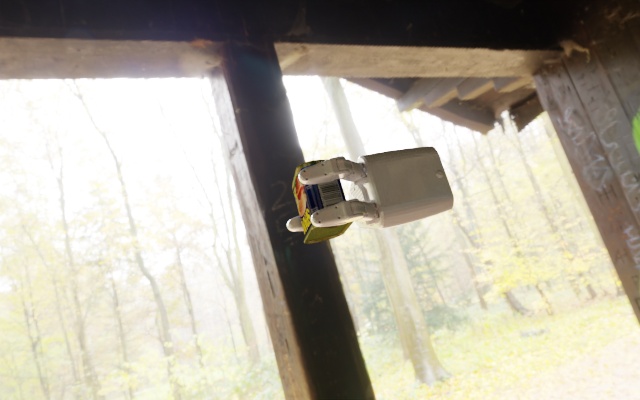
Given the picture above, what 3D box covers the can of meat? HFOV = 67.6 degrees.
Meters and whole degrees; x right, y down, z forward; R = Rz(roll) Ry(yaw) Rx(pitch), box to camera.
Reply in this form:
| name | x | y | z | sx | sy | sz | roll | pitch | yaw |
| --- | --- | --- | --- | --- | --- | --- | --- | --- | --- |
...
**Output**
| name | x | y | z | sx | sy | sz | roll | pitch | yaw |
| --- | --- | --- | --- | --- | --- | --- | --- | --- | --- |
| can of meat | 0.000 | 0.002 | 0.623 | 0.057 | 0.084 | 0.102 | -12 | -15 | -12 |
